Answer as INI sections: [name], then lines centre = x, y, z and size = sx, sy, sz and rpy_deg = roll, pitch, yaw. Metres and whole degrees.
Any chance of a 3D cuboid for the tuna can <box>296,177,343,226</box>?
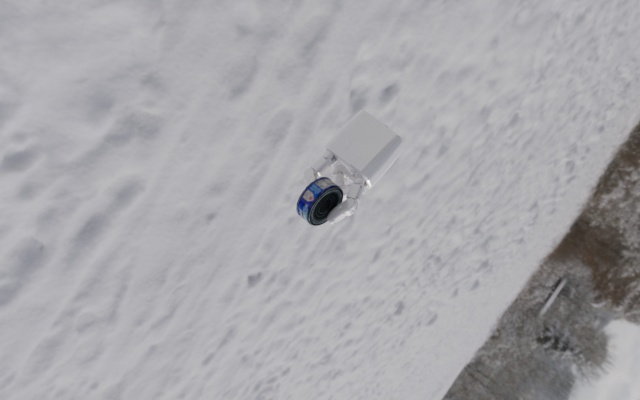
[tuna can]
centre = 0.000, 0.003, 0.849
size = 0.033, 0.086, 0.086
rpy_deg = 40, 23, 30
